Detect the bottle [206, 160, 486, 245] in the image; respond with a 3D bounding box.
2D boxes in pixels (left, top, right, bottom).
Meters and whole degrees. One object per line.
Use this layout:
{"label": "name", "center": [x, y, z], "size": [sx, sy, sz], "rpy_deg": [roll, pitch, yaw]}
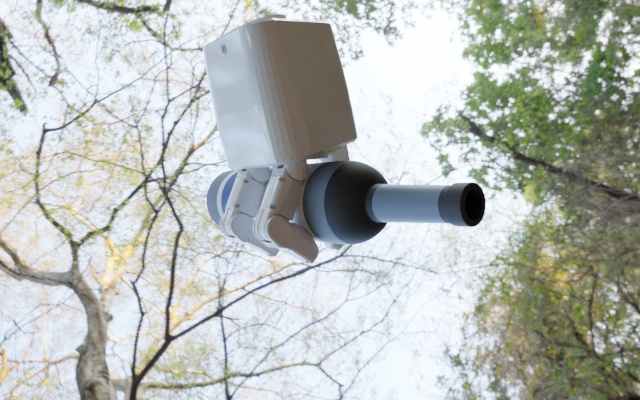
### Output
{"label": "bottle", "center": [0.000, 0.001, 0.404], "size": [0.069, 0.069, 0.295], "rpy_deg": [0, 0, -39]}
